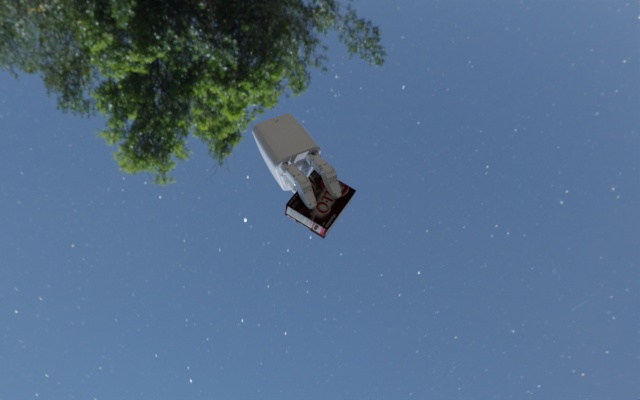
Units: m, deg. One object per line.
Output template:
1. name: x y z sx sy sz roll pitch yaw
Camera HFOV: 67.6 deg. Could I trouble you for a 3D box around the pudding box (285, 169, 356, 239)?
1. pudding box: 0.000 0.003 0.882 0.090 0.113 0.039 30 -33 10
